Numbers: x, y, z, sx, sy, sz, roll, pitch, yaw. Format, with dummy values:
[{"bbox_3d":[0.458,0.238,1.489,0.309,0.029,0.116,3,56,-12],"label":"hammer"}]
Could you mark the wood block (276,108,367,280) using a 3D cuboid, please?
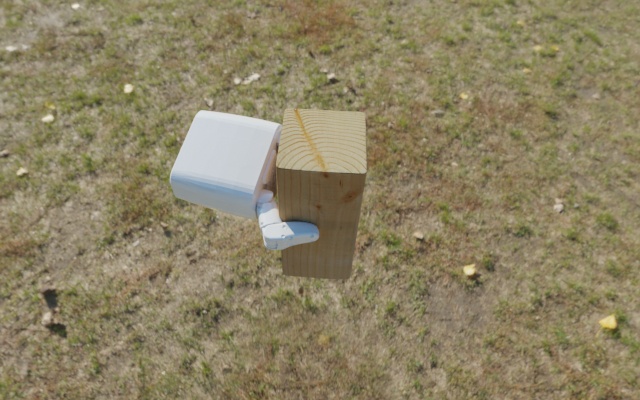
[{"bbox_3d":[0.000,0.002,0.565,0.090,0.090,0.206,4,-38,1],"label":"wood block"}]
